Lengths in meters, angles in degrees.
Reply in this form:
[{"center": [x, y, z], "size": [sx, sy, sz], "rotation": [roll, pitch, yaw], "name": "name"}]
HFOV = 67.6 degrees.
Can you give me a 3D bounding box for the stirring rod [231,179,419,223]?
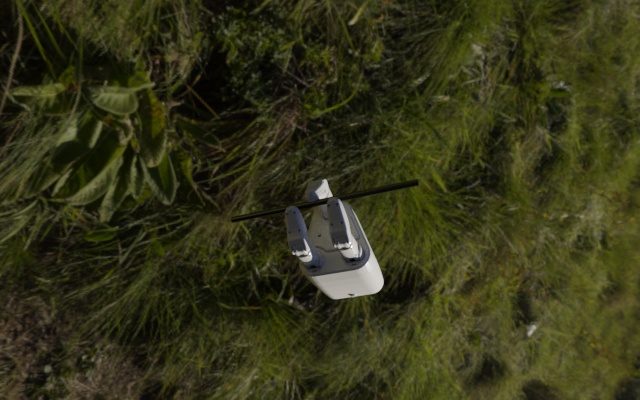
[{"center": [0.000, 0.002, 0.588], "size": [0.239, 0.011, 0.011], "rotation": [-11, -3, 15], "name": "stirring rod"}]
